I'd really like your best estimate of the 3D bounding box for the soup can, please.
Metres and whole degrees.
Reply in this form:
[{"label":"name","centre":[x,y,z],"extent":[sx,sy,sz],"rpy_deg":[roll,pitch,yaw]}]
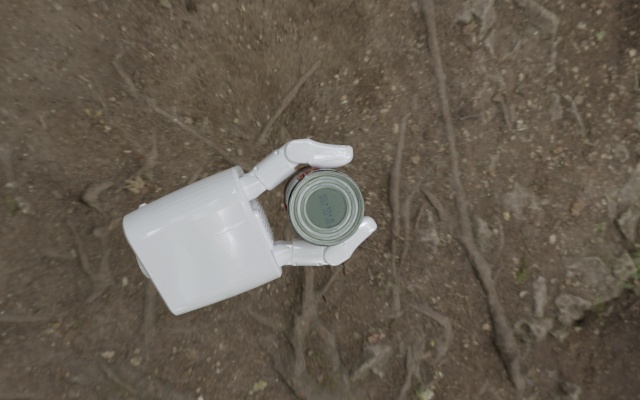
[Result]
[{"label":"soup can","centre":[0.001,0.001,0.451],"extent":[0.068,0.068,0.102],"rpy_deg":[0,6,-6]}]
